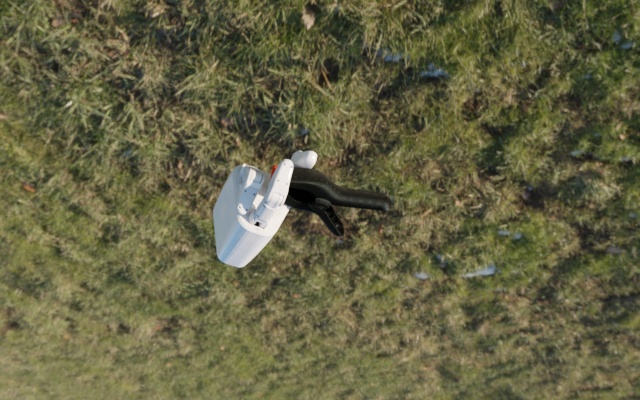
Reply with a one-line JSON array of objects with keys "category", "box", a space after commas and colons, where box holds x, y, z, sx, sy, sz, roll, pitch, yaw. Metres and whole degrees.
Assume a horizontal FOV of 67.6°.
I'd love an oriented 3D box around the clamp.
[{"category": "clamp", "box": [0.000, 0.003, 0.676, 0.171, 0.039, 0.120, 21, -43, -19]}]
